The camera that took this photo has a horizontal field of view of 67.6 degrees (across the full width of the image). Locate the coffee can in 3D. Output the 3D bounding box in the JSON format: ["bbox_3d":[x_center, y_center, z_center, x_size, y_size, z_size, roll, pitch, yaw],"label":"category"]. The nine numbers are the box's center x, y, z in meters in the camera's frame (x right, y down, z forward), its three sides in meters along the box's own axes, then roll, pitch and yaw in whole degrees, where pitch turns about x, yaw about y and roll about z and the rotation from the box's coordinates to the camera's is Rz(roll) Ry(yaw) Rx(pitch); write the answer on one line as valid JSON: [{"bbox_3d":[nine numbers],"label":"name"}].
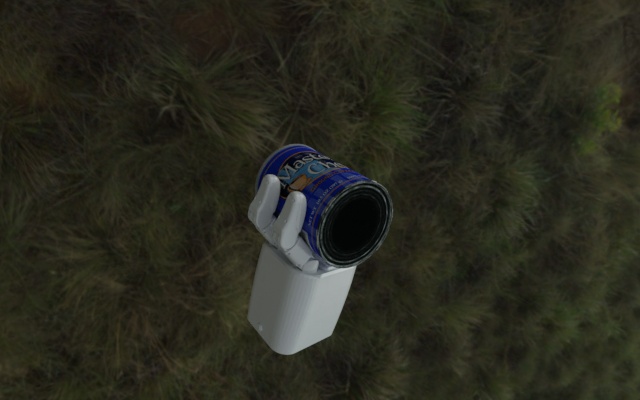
[{"bbox_3d":[0.000,0.002,0.561,0.103,0.103,0.140,0,21,-37],"label":"coffee can"}]
